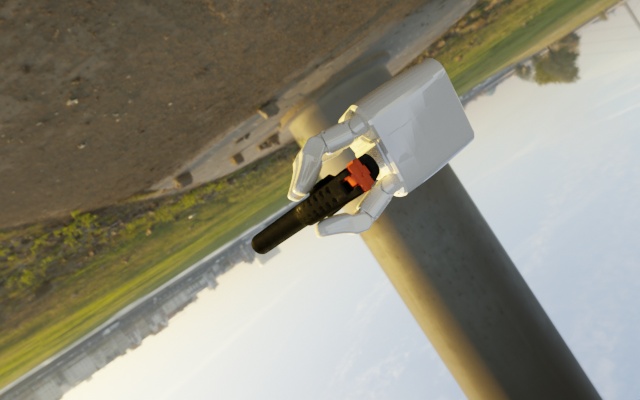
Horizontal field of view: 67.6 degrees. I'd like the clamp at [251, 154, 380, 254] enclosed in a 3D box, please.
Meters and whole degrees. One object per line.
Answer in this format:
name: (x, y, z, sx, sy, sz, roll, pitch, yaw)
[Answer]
clamp: (0.001, 0.002, 0.494, 0.164, 0.036, 0.210, -38, 2, -11)
